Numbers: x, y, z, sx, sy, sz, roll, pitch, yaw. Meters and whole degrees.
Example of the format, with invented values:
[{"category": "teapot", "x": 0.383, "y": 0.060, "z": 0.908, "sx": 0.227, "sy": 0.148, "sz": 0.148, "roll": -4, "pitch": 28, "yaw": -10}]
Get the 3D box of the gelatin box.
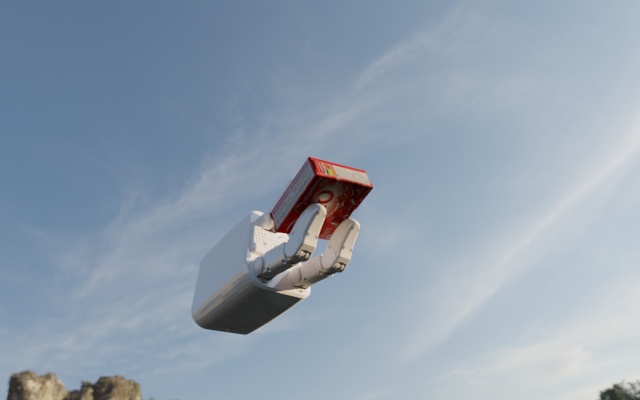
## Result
[{"category": "gelatin box", "x": 0.000, "y": 0.001, "z": 0.498, "sx": 0.073, "sy": 0.030, "sz": 0.089, "roll": 11, "pitch": -50, "yaw": -34}]
